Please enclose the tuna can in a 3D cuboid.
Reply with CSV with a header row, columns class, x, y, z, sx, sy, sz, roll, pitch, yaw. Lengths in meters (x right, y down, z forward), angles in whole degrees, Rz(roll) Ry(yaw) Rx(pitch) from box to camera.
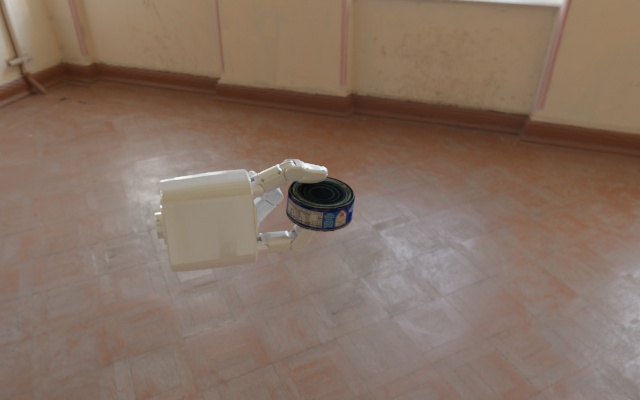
class,x,y,z,sx,sy,sz,roll,pitch,yaw
tuna can,0.000,0.001,0.603,0.086,0.034,0.086,5,30,-3
